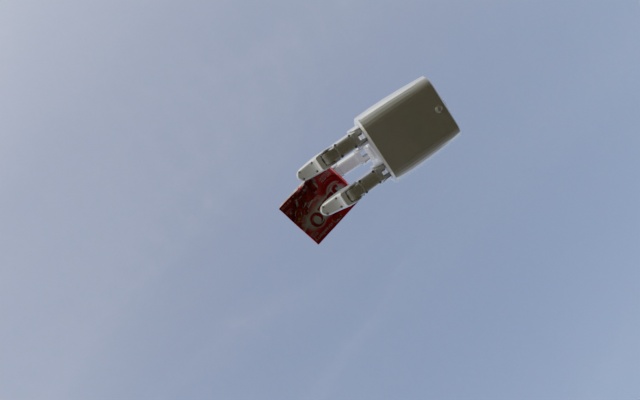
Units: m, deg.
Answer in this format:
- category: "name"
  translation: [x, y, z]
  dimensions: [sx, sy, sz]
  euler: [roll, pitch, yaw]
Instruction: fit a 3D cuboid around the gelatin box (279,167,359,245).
- category: "gelatin box"
  translation: [0.000, 0.002, 0.644]
  dimensions: [0.073, 0.089, 0.030]
  euler: [42, 8, -6]
